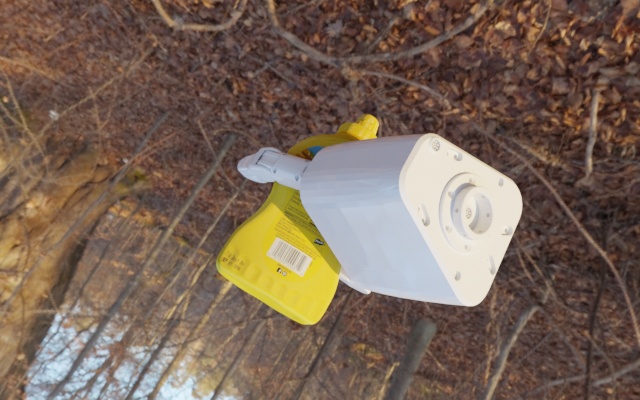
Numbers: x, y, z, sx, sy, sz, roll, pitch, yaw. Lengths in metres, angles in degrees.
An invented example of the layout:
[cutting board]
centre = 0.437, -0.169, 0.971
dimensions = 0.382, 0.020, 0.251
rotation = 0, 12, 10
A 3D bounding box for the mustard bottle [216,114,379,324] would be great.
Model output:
[mustard bottle]
centre = 0.000, 0.002, 0.413
dimensions = 0.096, 0.191, 0.058
rotation = 32, -19, -2
